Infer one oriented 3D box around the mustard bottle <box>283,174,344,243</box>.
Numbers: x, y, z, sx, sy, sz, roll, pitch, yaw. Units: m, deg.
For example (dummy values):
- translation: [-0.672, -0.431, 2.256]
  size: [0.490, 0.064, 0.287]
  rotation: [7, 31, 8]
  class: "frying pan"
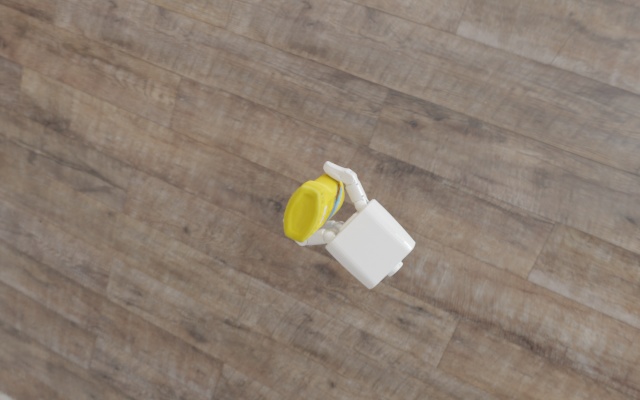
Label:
- translation: [0.000, 0.003, 0.826]
  size: [0.058, 0.096, 0.191]
  rotation: [22, 18, 13]
  class: "mustard bottle"
